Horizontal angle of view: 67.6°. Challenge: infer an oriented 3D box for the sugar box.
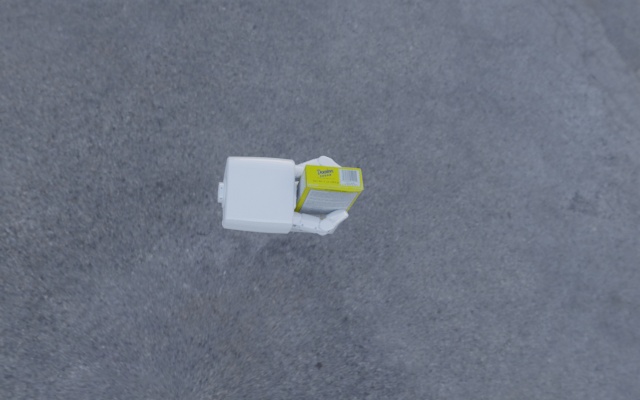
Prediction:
[{"bbox_3d":[0.000,0.002,0.808,0.093,0.048,0.176,4,-25,-15],"label":"sugar box"}]
